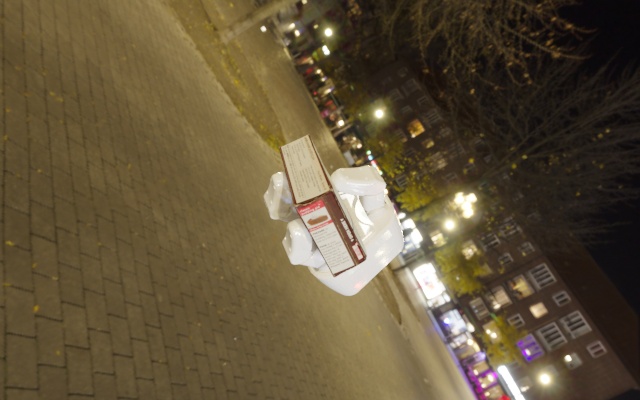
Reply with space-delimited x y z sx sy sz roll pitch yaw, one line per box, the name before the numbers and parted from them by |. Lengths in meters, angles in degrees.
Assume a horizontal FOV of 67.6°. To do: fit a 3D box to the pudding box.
pudding box | 0.000 0.001 0.451 0.039 0.090 0.113 -27 34 2
